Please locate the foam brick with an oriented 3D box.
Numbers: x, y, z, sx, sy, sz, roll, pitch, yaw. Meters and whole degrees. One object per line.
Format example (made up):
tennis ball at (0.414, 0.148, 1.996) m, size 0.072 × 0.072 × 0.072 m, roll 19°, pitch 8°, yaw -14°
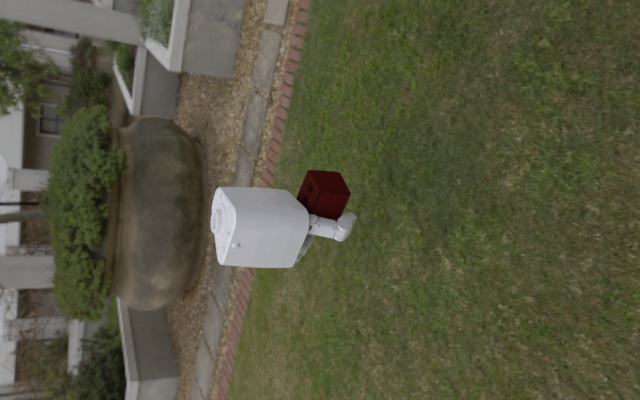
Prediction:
foam brick at (0.000, 0.002, 0.687) m, size 0.051 × 0.078 × 0.053 m, roll 5°, pitch 36°, yaw -27°
